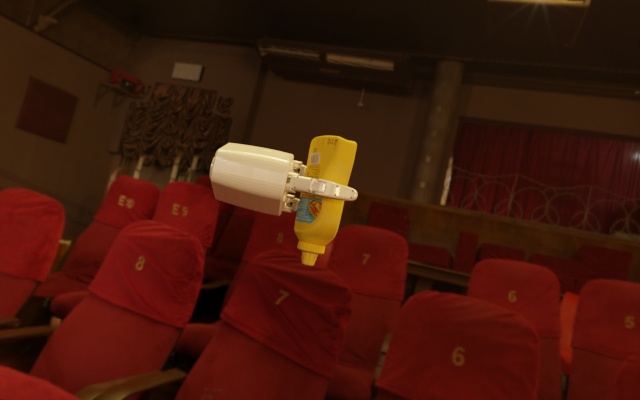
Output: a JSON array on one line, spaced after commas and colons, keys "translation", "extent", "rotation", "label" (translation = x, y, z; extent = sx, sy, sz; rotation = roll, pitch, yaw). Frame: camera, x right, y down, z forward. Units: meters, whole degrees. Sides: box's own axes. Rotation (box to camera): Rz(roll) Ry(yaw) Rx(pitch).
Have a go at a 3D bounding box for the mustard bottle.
[{"translation": [0.000, 0.002, 0.717], "extent": [0.058, 0.191, 0.096], "rotation": [14, -4, -28], "label": "mustard bottle"}]
